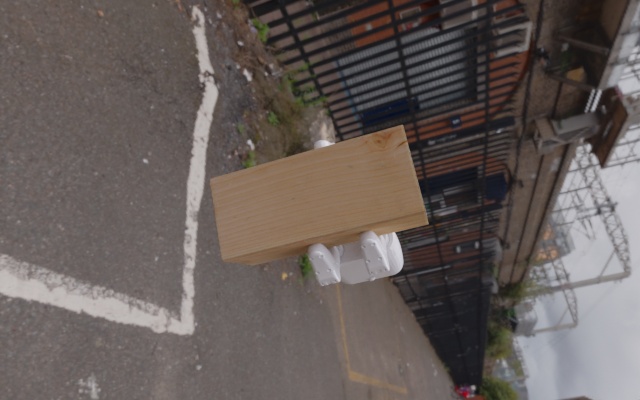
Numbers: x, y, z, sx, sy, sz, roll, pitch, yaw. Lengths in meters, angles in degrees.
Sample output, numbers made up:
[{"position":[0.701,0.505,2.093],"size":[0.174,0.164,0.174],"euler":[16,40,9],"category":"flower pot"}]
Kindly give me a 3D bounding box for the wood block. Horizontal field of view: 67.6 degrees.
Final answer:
[{"position":[0.000,0.001,0.508],"size":[0.206,0.090,0.090],"euler":[-15,-14,11],"category":"wood block"}]
